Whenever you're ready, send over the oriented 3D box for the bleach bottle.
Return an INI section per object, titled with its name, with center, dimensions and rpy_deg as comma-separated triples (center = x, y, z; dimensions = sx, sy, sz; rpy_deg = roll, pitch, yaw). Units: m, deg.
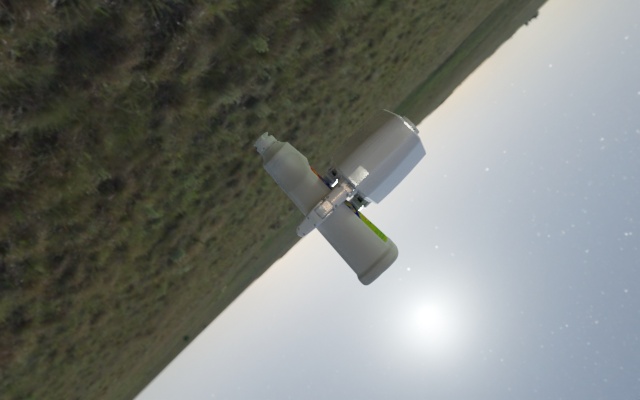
[bleach bottle]
center = 0.000, 0.002, 0.675
dimensions = 0.068, 0.251, 0.102
rpy_deg = -44, -1, 8
